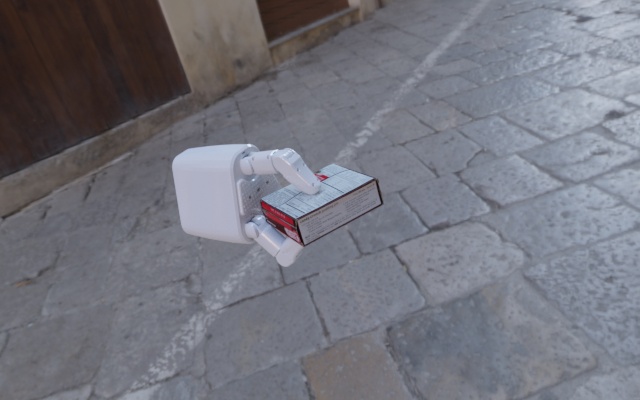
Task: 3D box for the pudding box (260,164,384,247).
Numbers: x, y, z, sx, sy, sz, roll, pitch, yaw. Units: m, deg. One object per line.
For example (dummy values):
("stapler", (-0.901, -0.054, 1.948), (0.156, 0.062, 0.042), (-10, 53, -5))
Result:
("pudding box", (0.000, 0.002, 0.546), (0.113, 0.039, 0.090), (-28, 29, -22))
